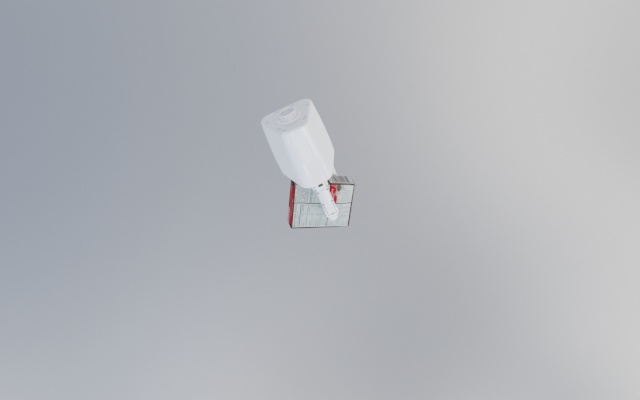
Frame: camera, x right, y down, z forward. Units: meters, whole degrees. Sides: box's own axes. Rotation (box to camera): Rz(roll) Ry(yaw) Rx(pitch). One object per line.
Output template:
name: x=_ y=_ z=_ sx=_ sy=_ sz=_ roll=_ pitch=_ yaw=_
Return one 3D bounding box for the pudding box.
pudding box: x=0.000 y=0.003 z=0.856 sx=0.113 sy=0.090 sz=0.039 roll=0 pitch=27 yaw=-14
